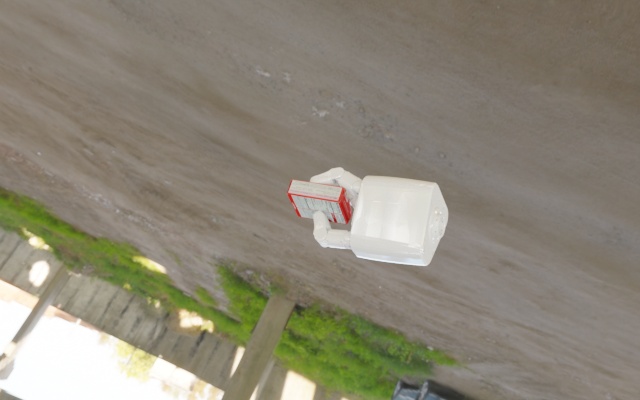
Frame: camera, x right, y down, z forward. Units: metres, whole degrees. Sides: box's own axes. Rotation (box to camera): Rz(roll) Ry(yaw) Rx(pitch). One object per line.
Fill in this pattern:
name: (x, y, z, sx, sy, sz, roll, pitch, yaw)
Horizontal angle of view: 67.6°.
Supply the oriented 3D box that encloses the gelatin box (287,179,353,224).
gelatin box: (0.000, 0.003, 0.743, 0.089, 0.030, 0.073, 8, -28, 18)
